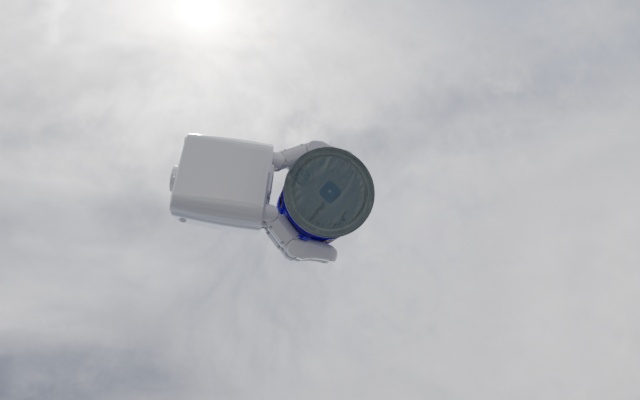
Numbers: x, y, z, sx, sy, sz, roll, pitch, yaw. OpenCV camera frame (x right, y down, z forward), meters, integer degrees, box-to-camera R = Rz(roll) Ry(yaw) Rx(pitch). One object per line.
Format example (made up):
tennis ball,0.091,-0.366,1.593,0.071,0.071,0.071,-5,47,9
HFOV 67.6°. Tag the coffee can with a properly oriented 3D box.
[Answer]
coffee can,0.000,0.002,0.594,0.103,0.103,0.140,0,-10,-9
